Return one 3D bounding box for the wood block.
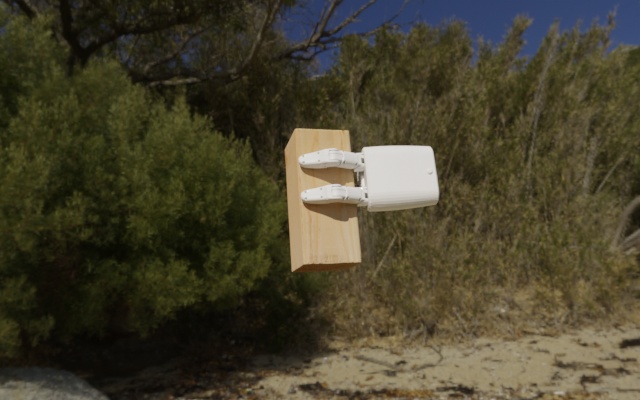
[{"bbox_3d":[0.000,0.002,0.745,0.090,0.206,0.091,0,-16,-14],"label":"wood block"}]
